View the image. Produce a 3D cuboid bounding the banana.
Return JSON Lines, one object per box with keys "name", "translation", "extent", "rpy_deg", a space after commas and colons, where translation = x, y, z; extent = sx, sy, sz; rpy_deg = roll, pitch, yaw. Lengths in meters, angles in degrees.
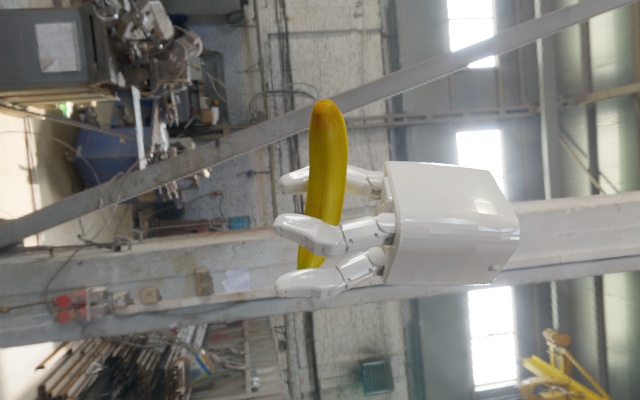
{"name": "banana", "translation": [0.003, -0.005, 0.433], "extent": [0.037, 0.198, 0.069], "rpy_deg": [10, 32, 5]}
